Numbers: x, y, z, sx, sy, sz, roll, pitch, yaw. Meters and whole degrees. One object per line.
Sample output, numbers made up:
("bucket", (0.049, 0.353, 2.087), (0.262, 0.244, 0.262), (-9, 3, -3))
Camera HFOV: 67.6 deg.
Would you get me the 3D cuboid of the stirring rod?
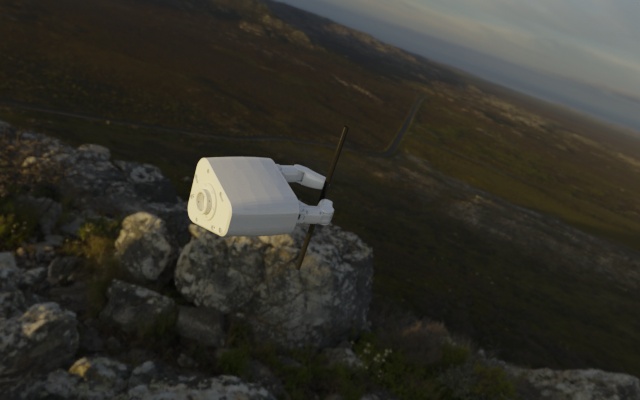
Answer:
("stirring rod", (0.000, 0.002, 0.715), (0.011, 0.240, 0.011), (16, 22, -7))
